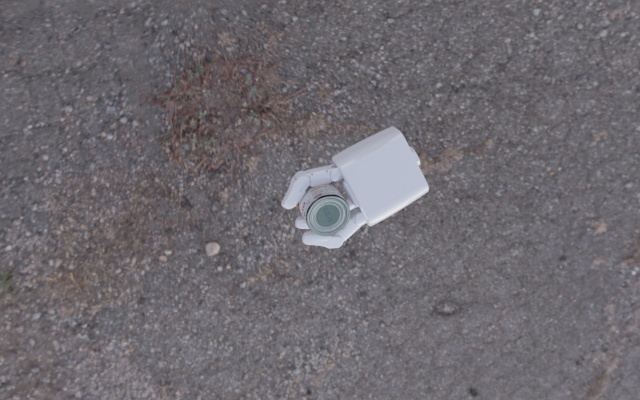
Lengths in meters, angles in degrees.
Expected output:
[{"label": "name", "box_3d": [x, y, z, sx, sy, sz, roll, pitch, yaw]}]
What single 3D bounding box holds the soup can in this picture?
[{"label": "soup can", "box_3d": [0.000, 0.003, 0.722, 0.068, 0.068, 0.102, 0, 24, -15]}]
